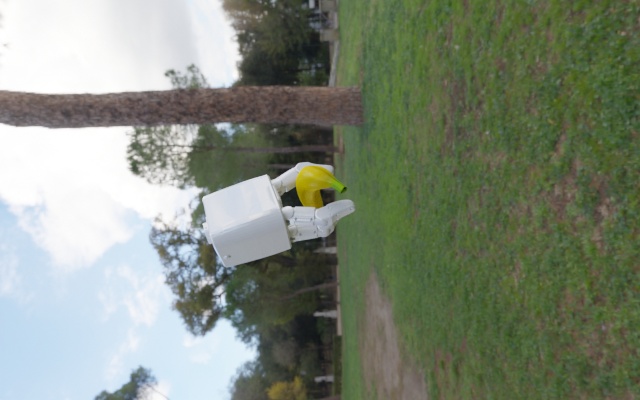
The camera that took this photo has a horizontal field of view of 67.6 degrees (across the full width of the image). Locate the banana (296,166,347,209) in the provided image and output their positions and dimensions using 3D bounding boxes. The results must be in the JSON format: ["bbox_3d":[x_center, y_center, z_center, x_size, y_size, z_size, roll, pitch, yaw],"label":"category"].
[{"bbox_3d":[-0.010,-0.014,0.722,0.037,0.069,0.198,-34,-5,-13],"label":"banana"}]
